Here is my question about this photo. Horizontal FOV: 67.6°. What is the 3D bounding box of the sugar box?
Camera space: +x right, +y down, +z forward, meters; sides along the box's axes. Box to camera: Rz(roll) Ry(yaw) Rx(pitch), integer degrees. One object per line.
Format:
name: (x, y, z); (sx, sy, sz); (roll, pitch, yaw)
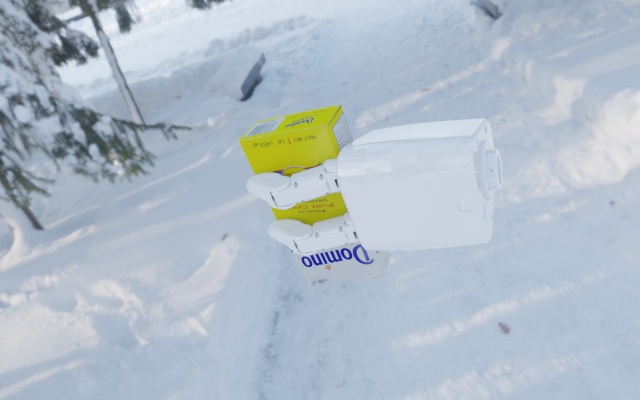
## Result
sugar box: (0.000, 0.002, 0.461); (0.093, 0.176, 0.048); (-5, 32, 27)
